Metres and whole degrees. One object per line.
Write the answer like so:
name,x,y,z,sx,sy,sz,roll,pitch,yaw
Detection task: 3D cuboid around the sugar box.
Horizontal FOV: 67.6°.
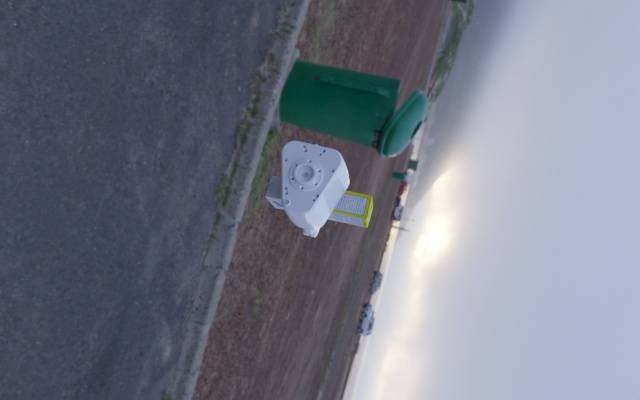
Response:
sugar box,0.000,0.002,0.826,0.176,0.048,0.093,14,-12,10
